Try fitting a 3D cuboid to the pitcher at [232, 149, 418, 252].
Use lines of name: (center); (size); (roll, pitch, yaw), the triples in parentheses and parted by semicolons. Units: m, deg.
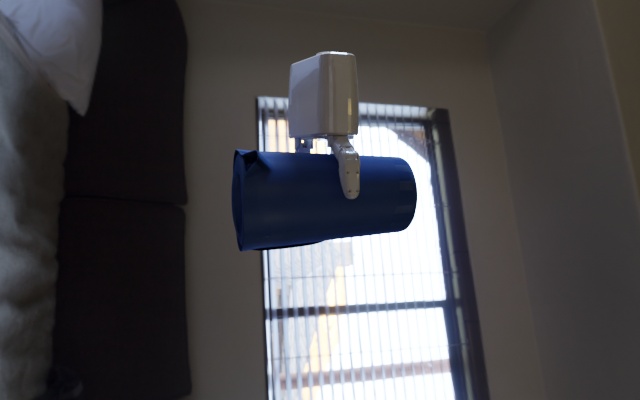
pitcher: (0.000, 0.002, 0.659); (0.243, 0.145, 0.149); (-2, 3, -15)
